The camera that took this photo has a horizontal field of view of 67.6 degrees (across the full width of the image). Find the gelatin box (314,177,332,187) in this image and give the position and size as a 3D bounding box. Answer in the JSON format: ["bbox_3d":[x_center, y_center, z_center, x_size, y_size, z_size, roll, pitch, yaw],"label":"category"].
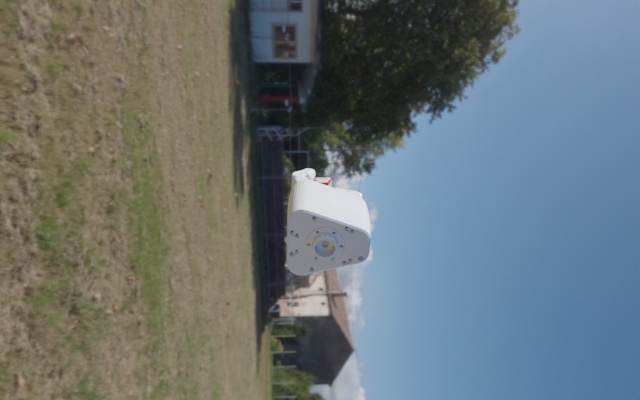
[{"bbox_3d":[0.001,0.003,0.774,0.030,0.073,0.089,3,8,4],"label":"gelatin box"}]
